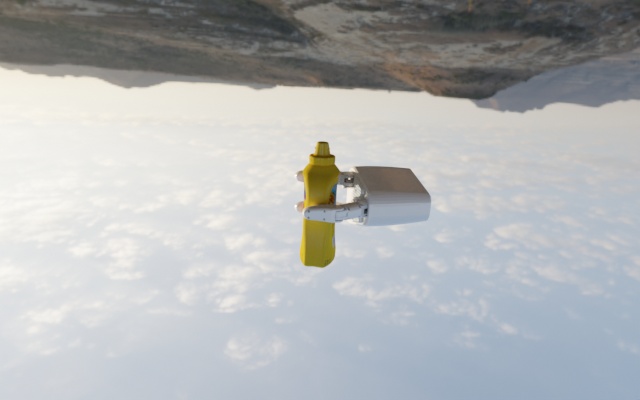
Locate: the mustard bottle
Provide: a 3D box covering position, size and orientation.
[{"bbox_3d":[0.000,0.003,0.755,0.058,0.192,0.096,6,17,8],"label":"mustard bottle"}]
